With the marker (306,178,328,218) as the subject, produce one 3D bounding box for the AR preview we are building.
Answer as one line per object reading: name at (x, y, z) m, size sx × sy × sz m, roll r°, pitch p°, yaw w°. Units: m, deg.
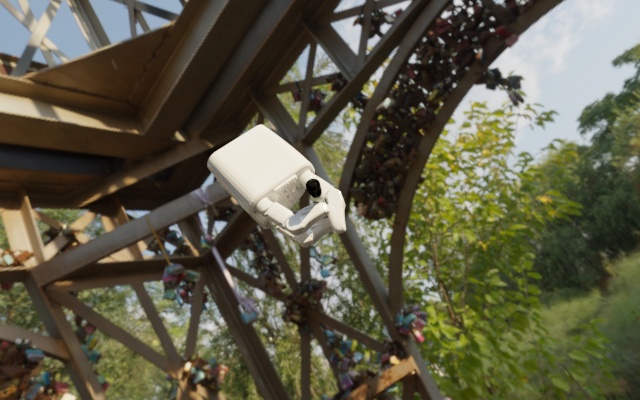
marker at (0.000, 0.002, 0.638) m, size 0.020 × 0.020 × 0.121 m, roll 0°, pitch -22°, yaw 11°
